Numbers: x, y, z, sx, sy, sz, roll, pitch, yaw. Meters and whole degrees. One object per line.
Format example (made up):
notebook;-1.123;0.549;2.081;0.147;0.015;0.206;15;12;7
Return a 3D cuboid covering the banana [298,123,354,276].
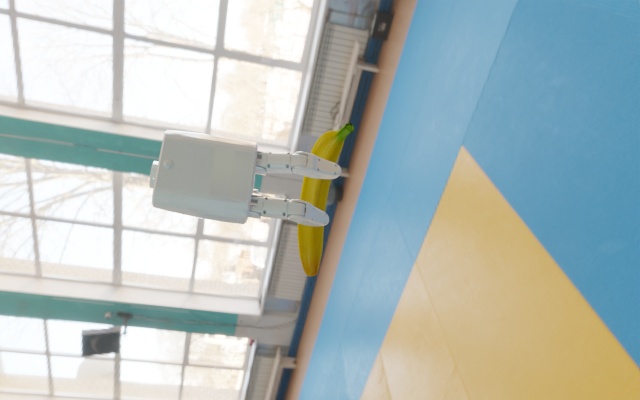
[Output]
banana;-0.004;-0.005;0.616;0.037;0.198;0.069;10;8;-16
